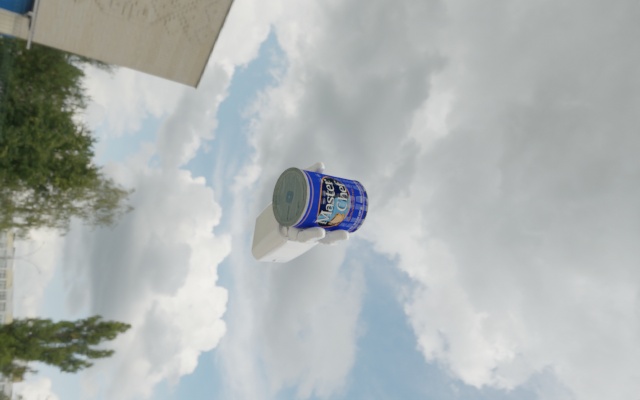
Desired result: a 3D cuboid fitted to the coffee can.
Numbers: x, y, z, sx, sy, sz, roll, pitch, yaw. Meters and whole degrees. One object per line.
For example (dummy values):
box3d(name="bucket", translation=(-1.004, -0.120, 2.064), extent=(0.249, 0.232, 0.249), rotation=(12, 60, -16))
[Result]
box3d(name="coffee can", translation=(0.000, 0.003, 0.851), extent=(0.140, 0.103, 0.103), rotation=(9, -6, -38))
